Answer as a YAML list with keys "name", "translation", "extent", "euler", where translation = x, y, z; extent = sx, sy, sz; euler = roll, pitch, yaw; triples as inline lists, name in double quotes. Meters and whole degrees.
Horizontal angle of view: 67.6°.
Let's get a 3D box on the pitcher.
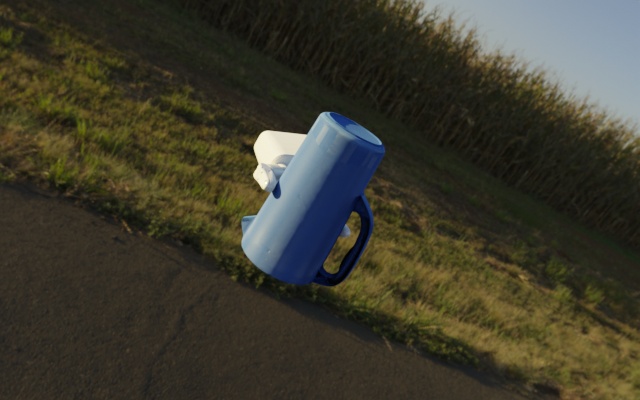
- name: "pitcher"
  translation: [0.000, 0.002, 0.713]
  extent: [0.149, 0.243, 0.145]
  euler: [19, 23, -30]
